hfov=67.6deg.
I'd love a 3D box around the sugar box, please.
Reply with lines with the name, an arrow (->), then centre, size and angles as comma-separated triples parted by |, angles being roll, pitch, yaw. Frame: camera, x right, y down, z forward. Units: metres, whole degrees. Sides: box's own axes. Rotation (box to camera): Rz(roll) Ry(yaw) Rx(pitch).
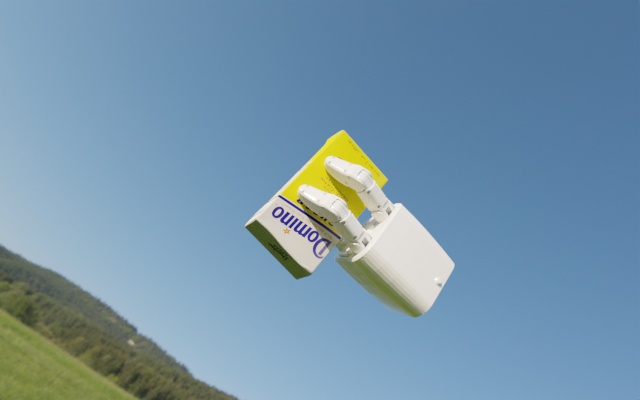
sugar box -> 0.001, 0.002, 0.589 | 0.176, 0.093, 0.048 | -49, 10, -33
